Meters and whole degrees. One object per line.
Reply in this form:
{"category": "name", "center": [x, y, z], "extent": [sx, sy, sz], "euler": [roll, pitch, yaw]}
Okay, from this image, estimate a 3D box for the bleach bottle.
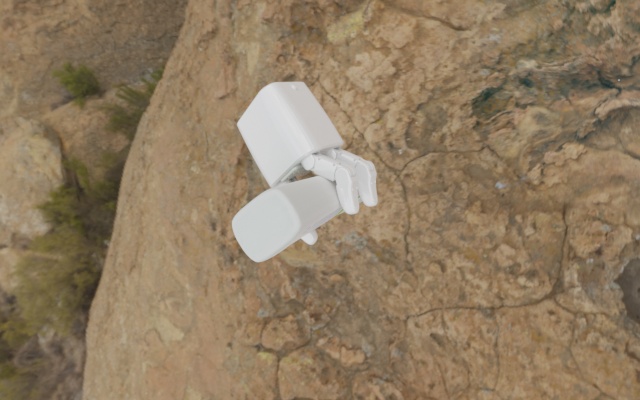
{"category": "bleach bottle", "center": [0.000, 0.002, 0.648], "extent": [0.102, 0.068, 0.251], "euler": [-36, -8, 33]}
